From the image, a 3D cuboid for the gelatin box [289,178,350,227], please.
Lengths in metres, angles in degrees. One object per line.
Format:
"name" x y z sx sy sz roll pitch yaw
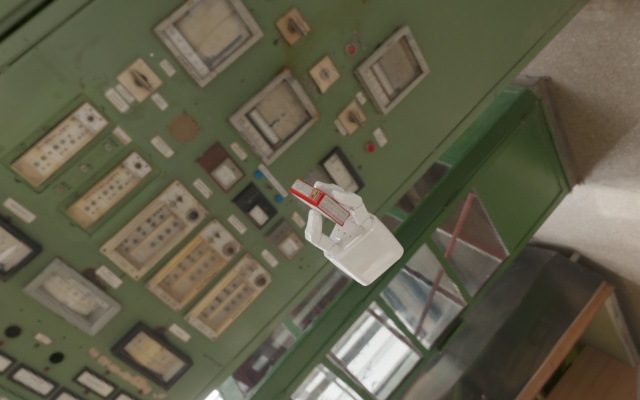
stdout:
"gelatin box" 0.000 0.003 0.812 0.073 0.030 0.089 30 -4 42
